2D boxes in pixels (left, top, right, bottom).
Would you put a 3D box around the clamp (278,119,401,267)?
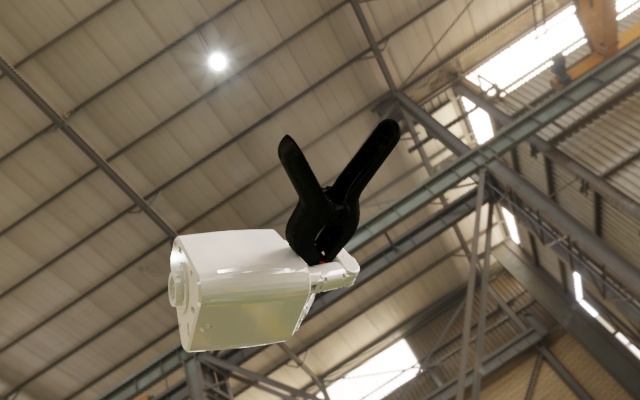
[{"bbox_3d":[0.000,0.001,0.442,0.120,0.171,0.039,-2,36,-31],"label":"clamp"}]
